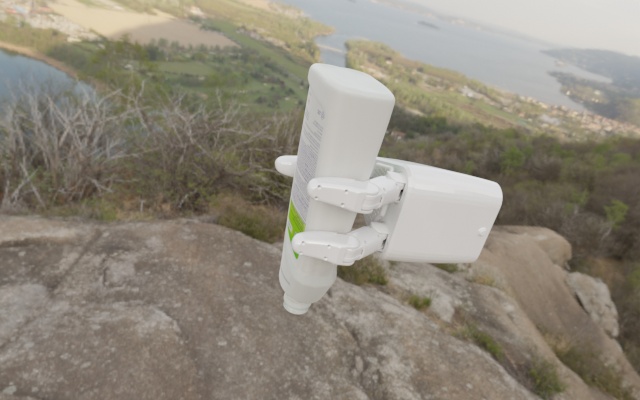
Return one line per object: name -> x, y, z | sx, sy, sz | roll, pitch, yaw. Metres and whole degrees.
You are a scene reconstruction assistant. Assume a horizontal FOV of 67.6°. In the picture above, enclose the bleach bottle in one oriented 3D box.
bleach bottle -> 0.000, 0.002, 0.477 | 0.068, 0.251, 0.102 | 6, 26, -18
